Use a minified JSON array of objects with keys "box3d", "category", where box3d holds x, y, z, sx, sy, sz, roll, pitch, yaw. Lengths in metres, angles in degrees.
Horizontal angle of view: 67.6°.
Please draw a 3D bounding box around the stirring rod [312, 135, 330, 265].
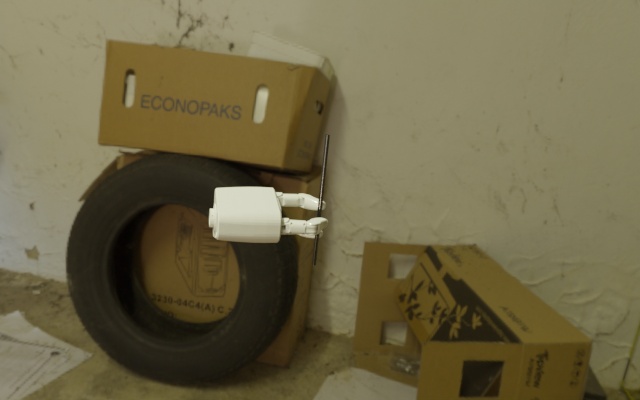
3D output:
[{"box3d":[0.000,0.003,0.854,0.011,0.239,0.011,6,15,-1],"category":"stirring rod"}]
